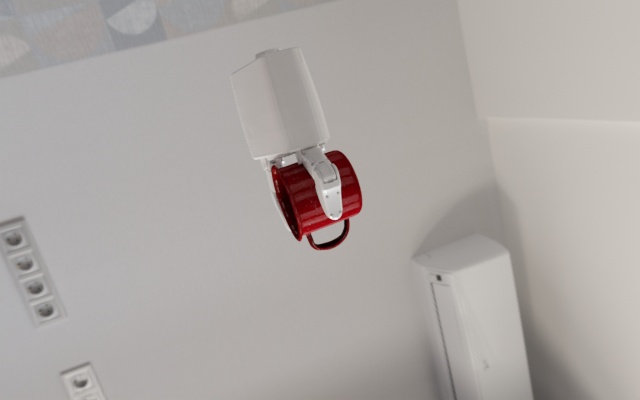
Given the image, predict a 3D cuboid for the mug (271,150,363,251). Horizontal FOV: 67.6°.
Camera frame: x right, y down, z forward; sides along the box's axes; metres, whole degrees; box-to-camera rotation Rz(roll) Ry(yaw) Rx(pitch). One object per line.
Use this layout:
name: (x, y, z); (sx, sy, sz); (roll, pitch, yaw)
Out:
mug: (0.001, 0.003, 0.558); (0.081, 0.117, 0.093); (-20, 12, -13)
